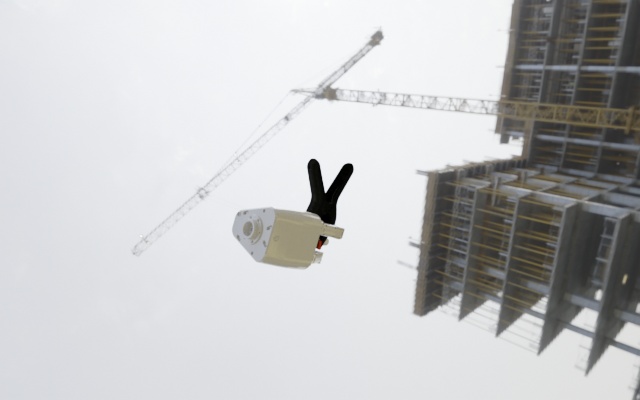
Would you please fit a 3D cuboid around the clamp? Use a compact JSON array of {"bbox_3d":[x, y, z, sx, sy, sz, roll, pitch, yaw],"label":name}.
[{"bbox_3d":[0.000,0.003,0.862,0.039,0.171,0.120,17,1,44],"label":"clamp"}]
